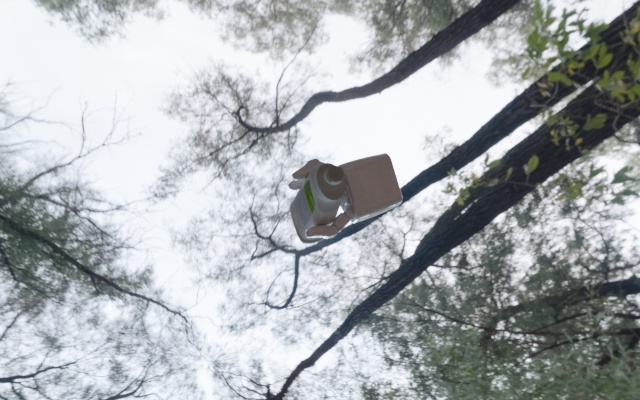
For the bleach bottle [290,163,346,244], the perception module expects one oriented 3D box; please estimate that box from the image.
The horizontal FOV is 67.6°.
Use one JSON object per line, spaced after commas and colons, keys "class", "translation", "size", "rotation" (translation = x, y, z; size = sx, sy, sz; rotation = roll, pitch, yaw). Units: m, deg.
{"class": "bleach bottle", "translation": [0.000, 0.003, 0.894], "size": [0.068, 0.102, 0.251], "rotation": [-16, -14, -18]}
